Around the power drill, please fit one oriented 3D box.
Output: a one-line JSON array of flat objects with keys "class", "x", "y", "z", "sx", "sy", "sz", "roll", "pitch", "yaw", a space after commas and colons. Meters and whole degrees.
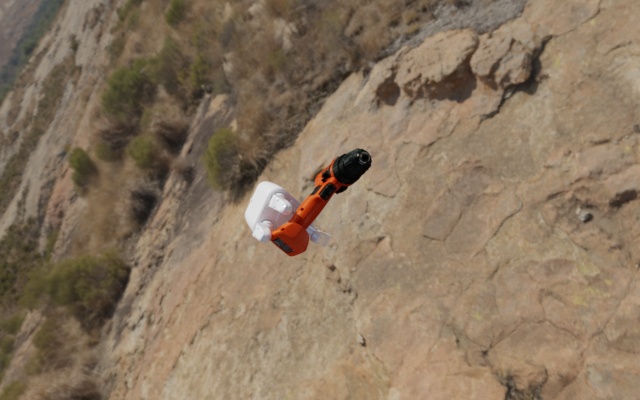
[{"class": "power drill", "x": 0.000, "y": 0.003, "z": 0.794, "sx": 0.057, "sy": 0.187, "sz": 0.184, "roll": 41, "pitch": -21, "yaw": -5}]
